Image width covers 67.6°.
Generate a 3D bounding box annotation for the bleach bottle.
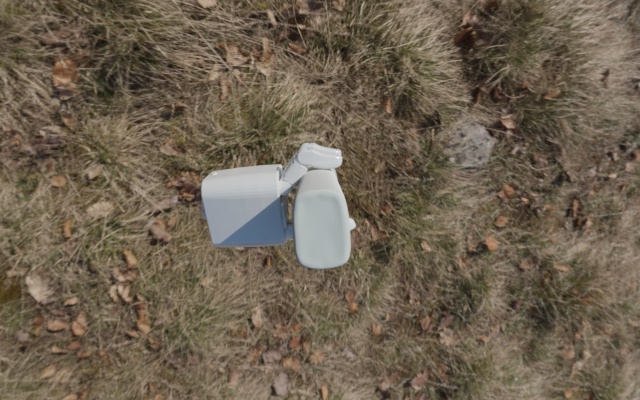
[{"bbox_3d":[0.000,0.002,0.672,0.068,0.102,0.250,-4,14,1],"label":"bleach bottle"}]
